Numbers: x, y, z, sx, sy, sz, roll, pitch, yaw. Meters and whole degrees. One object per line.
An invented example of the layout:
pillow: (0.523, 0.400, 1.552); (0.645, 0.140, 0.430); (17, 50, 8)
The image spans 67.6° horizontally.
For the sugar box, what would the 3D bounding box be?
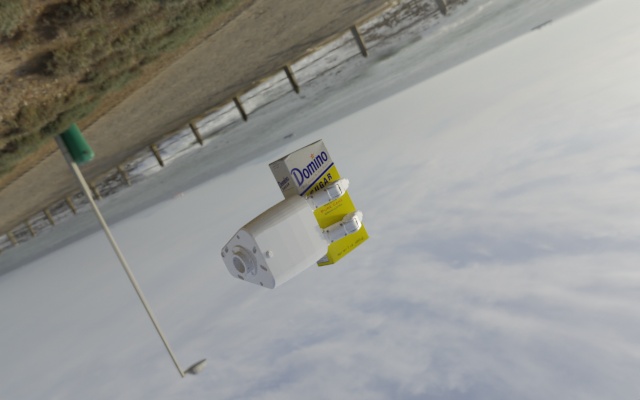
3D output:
sugar box: (0.000, 0.002, 0.740); (0.093, 0.176, 0.048); (-32, 10, -39)
